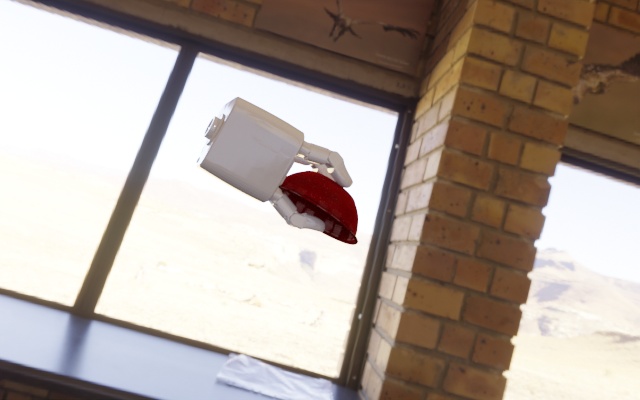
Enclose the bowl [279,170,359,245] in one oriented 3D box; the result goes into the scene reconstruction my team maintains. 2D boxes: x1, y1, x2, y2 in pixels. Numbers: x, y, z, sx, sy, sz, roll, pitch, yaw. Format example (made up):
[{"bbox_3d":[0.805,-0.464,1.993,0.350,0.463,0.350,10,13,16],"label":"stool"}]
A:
[{"bbox_3d":[0.001,0.003,0.728,0.162,0.055,0.162,31,-14,8],"label":"bowl"}]
